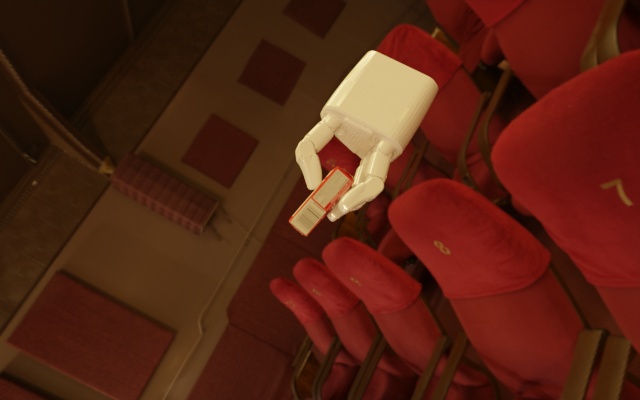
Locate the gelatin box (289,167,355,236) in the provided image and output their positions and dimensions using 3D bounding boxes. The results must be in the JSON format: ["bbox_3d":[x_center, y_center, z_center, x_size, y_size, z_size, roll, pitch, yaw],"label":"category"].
[{"bbox_3d":[0.000,0.002,0.581,0.030,0.089,0.073,41,-4,-2],"label":"gelatin box"}]
